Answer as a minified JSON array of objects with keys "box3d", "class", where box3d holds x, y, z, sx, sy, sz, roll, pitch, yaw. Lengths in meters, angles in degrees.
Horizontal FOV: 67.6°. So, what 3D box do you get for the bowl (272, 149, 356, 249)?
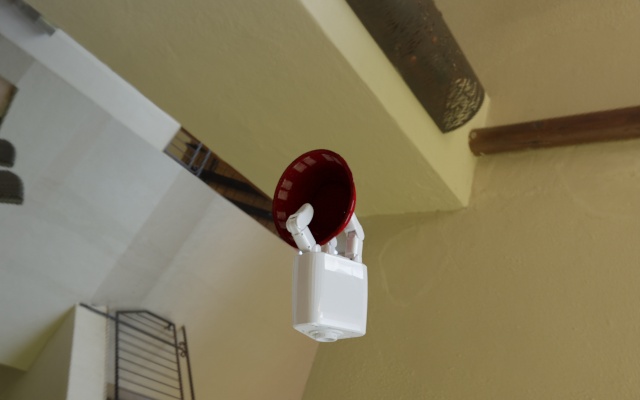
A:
[{"box3d":[0.001,0.001,0.762,0.162,0.162,0.055,0,-13,38],"class":"bowl"}]
